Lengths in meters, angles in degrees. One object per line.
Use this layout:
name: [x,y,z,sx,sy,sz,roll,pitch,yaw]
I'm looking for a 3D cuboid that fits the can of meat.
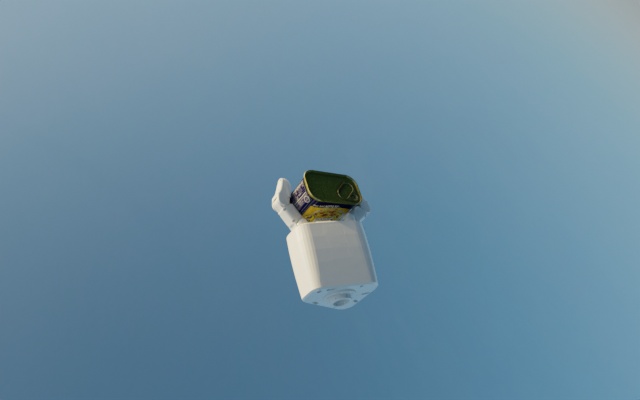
can of meat: [0.000,0.003,0.760,0.102,0.057,0.084,6,-38,-35]
